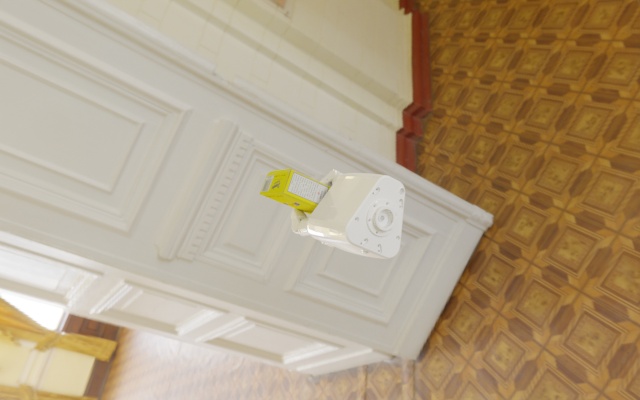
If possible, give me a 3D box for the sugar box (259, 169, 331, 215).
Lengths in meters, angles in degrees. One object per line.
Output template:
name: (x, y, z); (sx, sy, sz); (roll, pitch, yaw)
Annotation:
sugar box: (0.000, 0.003, 0.771); (0.176, 0.048, 0.093); (25, -12, -26)
